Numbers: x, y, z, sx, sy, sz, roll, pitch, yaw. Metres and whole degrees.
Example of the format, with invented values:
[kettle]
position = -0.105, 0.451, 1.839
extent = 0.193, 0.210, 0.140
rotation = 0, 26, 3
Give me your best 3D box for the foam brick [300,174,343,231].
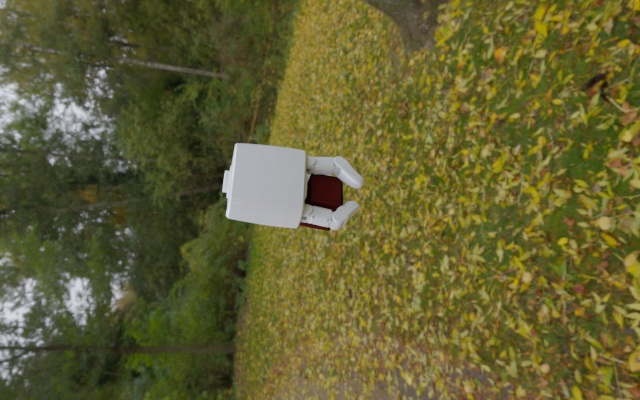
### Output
[foam brick]
position = 0.000, 0.003, 0.749
extent = 0.051, 0.053, 0.078
rotation = 9, -39, -11
